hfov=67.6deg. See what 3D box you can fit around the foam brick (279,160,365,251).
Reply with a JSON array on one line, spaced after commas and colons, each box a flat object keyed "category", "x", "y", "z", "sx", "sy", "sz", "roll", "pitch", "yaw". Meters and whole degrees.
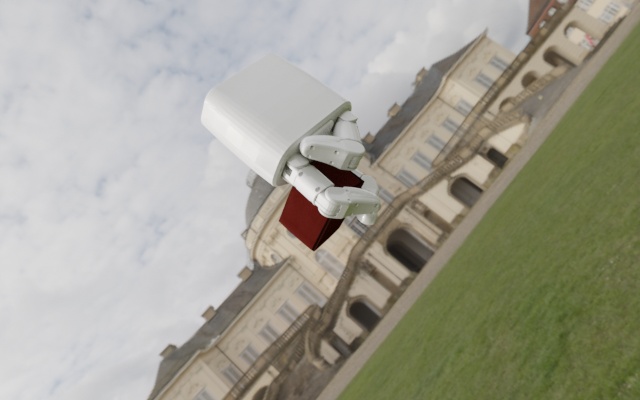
[{"category": "foam brick", "x": 0.000, "y": 0.002, "z": 0.496, "sx": 0.051, "sy": 0.078, "sz": 0.053, "roll": 37, "pitch": 41, "yaw": 14}]
